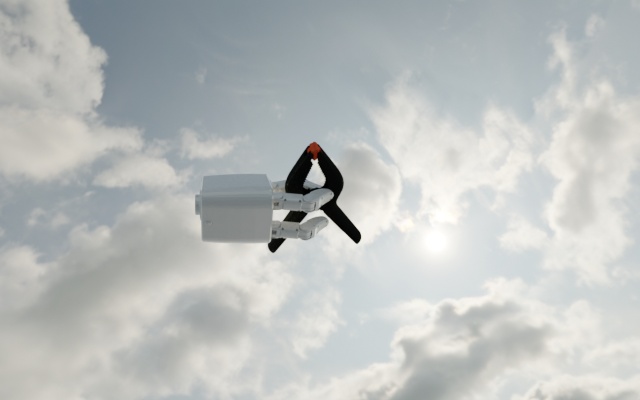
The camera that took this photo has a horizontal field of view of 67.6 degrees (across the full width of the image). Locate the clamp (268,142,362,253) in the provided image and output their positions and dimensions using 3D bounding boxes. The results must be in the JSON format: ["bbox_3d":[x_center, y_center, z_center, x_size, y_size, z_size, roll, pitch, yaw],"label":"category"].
[{"bbox_3d":[0.000,0.002,0.786,0.164,0.210,0.036,0,36,-12],"label":"clamp"}]
